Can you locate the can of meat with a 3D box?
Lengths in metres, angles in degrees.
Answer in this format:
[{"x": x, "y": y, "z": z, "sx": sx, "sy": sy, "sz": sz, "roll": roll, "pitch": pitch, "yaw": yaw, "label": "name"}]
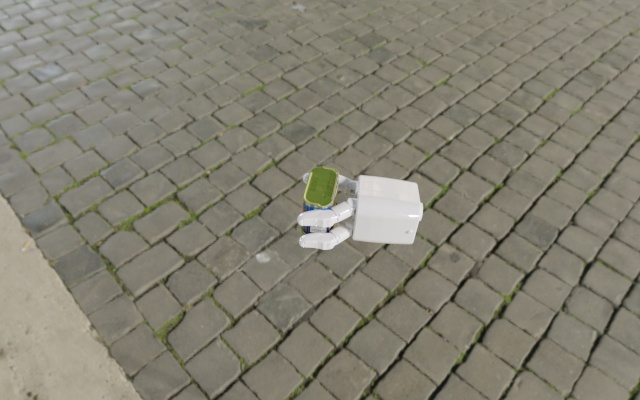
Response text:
[{"x": 0.000, "y": 0.002, "z": 0.833, "sx": 0.057, "sy": 0.102, "sz": 0.084, "roll": 9, "pitch": -44, "yaw": 5, "label": "can of meat"}]
